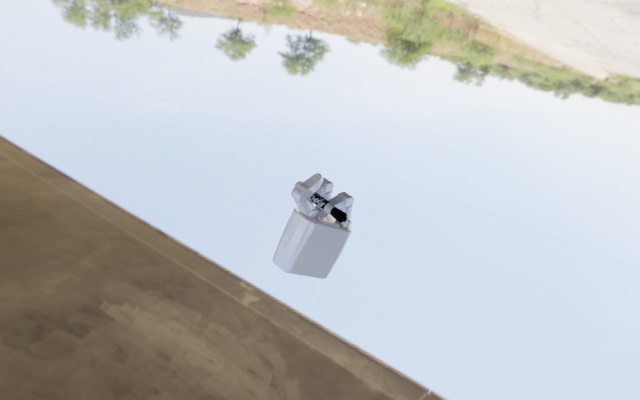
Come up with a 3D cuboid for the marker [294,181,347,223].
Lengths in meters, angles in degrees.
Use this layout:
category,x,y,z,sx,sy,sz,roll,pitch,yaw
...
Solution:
category,x,y,z,sx,sy,sz,roll,pitch,yaw
marker,0.000,0.003,0.791,0.020,0.020,0.121,0,28,-47
